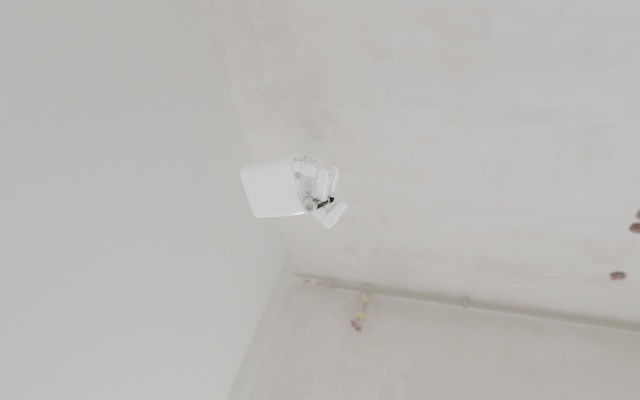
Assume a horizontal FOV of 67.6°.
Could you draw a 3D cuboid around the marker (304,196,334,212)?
[{"bbox_3d":[0.000,0.003,0.865,0.020,0.020,0.121,0,8,19],"label":"marker"}]
